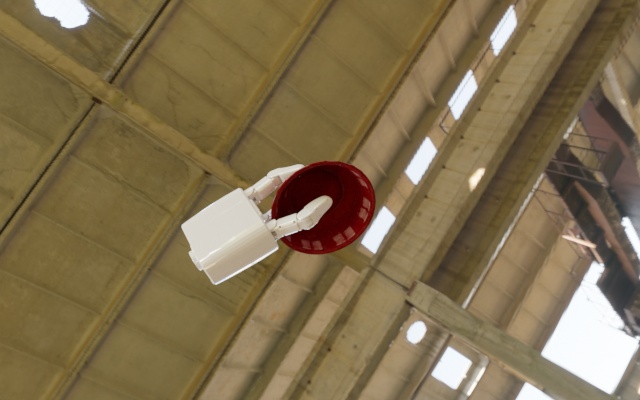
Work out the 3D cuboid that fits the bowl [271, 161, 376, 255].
[{"bbox_3d":[0.001,0.002,0.735,0.162,0.162,0.055,0,29,-16],"label":"bowl"}]
